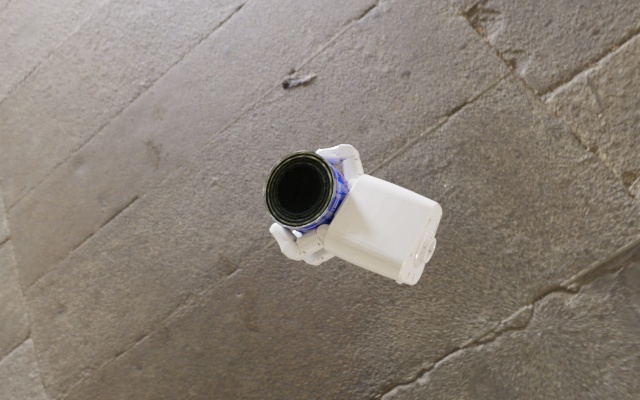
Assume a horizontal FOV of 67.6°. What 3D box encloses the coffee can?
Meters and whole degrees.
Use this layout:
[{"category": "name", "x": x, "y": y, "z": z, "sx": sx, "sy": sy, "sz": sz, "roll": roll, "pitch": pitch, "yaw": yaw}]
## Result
[{"category": "coffee can", "x": 0.000, "y": 0.002, "z": 0.660, "sx": 0.103, "sy": 0.102, "sz": 0.140, "roll": 0, "pitch": -14, "yaw": 25}]
